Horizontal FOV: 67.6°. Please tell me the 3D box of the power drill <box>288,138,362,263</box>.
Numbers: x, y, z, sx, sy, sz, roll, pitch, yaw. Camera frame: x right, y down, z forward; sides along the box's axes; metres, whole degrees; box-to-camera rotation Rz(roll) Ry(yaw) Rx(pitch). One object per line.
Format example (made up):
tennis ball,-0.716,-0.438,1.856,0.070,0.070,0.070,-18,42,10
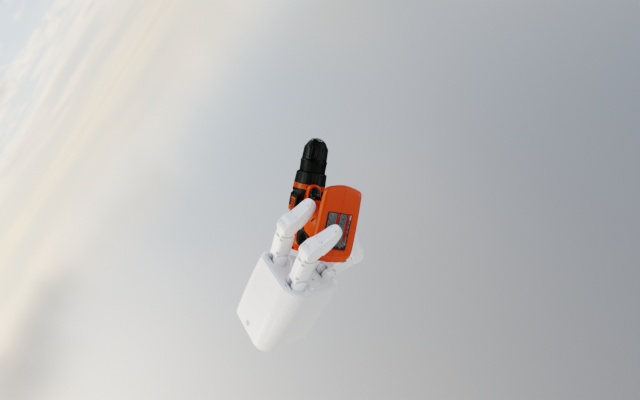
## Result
power drill,0.000,0.003,0.708,0.057,0.184,0.187,7,8,-17
